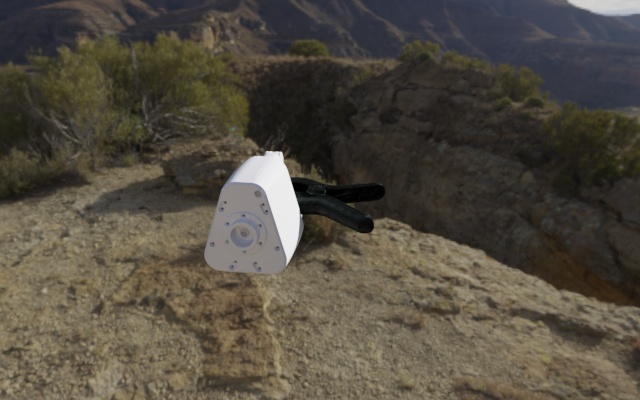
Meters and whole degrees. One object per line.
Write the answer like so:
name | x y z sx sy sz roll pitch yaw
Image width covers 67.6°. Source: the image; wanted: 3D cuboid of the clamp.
clamp | 0.000 0.001 0.624 0.171 0.039 0.120 3 20 5
